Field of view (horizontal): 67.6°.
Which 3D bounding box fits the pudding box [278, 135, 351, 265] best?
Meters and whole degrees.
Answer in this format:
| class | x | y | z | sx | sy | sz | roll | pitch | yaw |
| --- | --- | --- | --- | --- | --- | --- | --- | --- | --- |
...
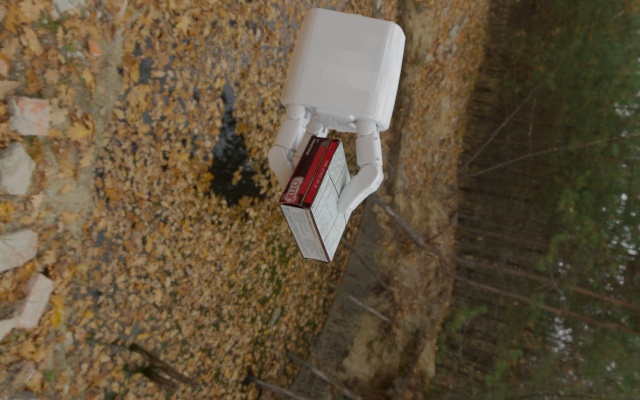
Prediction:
| class | x | y | z | sx | sy | sz | roll | pitch | yaw |
| --- | --- | --- | --- | --- | --- | --- | --- | --- | --- |
| pudding box | 0.000 | 0.002 | 0.506 | 0.039 | 0.090 | 0.114 | 11 | -32 | 23 |
